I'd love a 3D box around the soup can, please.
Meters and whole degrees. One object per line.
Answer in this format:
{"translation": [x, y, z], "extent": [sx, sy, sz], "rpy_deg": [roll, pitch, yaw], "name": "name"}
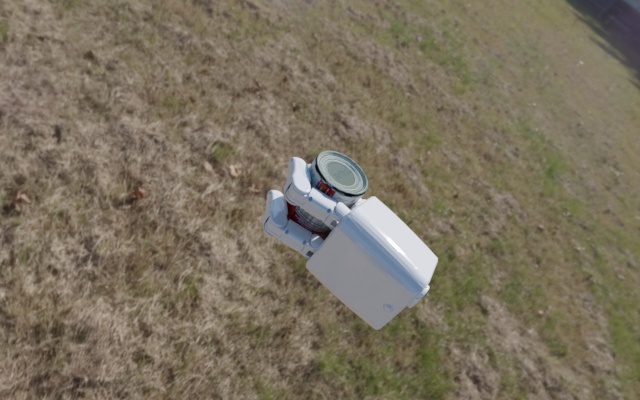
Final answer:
{"translation": [0.000, 0.001, 0.545], "extent": [0.068, 0.068, 0.102], "rpy_deg": [0, -40, -38], "name": "soup can"}
